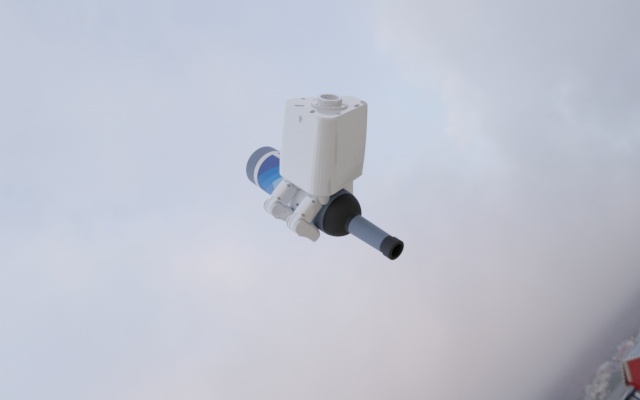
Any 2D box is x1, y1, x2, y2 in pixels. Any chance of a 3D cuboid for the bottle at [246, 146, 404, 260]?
[{"bbox_3d":[0.000,0.002,0.681,0.069,0.069,0.295,0,24,-44],"label":"bottle"}]
